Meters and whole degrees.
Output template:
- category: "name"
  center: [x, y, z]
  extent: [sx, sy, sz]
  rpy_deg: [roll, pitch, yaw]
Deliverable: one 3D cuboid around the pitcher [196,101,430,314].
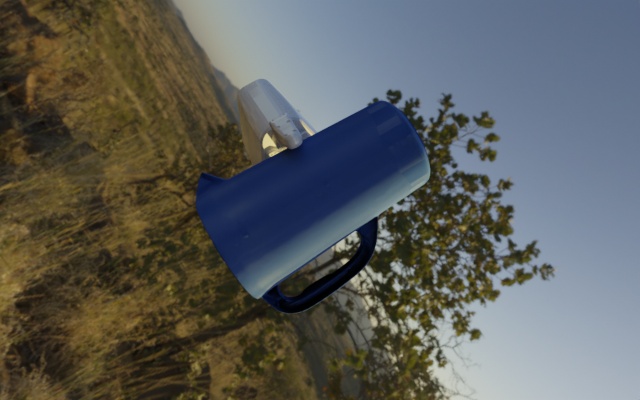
- category: "pitcher"
  center: [0.000, 0.002, 0.534]
  extent: [0.243, 0.145, 0.149]
  rpy_deg: [-31, -41, -4]
